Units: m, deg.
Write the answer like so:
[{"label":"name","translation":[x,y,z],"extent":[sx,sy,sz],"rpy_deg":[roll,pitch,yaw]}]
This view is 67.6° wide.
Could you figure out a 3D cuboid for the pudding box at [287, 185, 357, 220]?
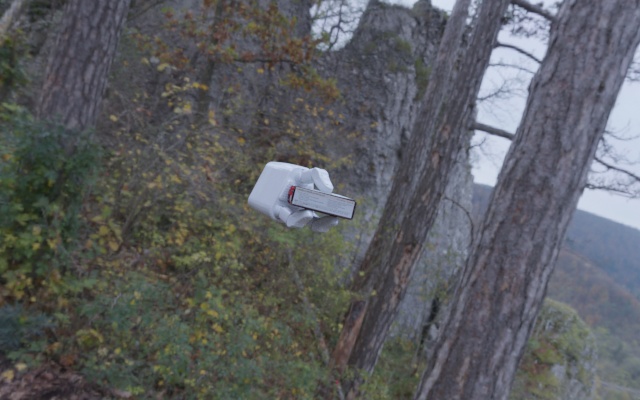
[{"label":"pudding box","translation":[0.000,0.003,0.846],"extent":[0.113,0.039,0.090],"rpy_deg":[12,2,-8]}]
